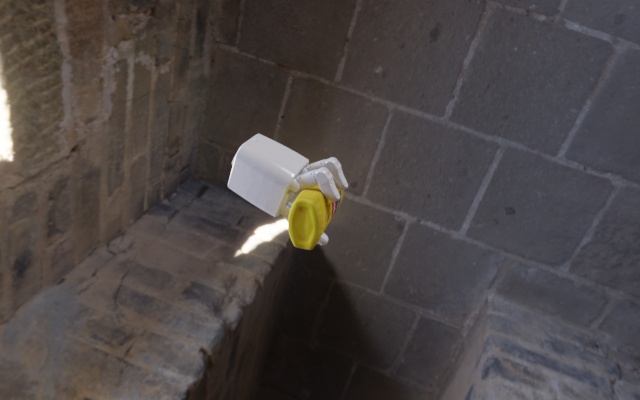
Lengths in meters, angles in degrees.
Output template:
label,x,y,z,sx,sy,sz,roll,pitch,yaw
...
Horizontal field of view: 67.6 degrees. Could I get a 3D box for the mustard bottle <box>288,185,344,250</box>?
label,x,y,z,sx,sy,sz,roll,pitch,yaw
mustard bottle,0.000,0.003,0.852,0.058,0.096,0.191,9,26,15
